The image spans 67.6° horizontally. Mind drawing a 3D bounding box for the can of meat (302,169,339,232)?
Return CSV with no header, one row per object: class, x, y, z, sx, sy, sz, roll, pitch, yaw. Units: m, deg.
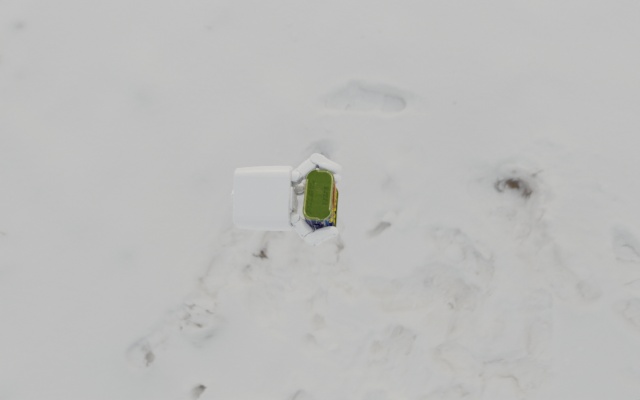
can of meat,0.000,0.003,0.874,0.057,0.102,0.084,2,-20,7
